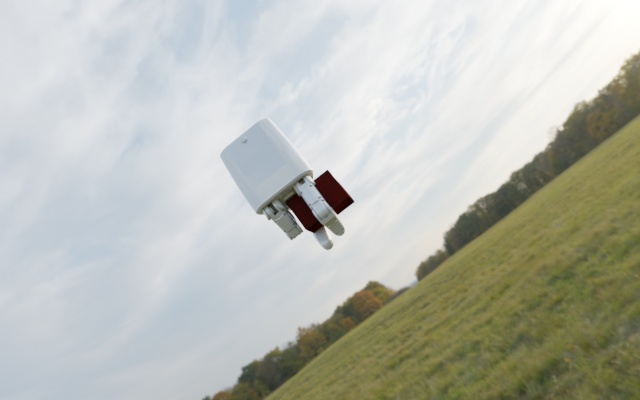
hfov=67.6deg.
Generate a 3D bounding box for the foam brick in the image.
[{"bbox_3d":[0.000,0.002,0.680,0.078,0.051,0.053,-38,-15,4],"label":"foam brick"}]
